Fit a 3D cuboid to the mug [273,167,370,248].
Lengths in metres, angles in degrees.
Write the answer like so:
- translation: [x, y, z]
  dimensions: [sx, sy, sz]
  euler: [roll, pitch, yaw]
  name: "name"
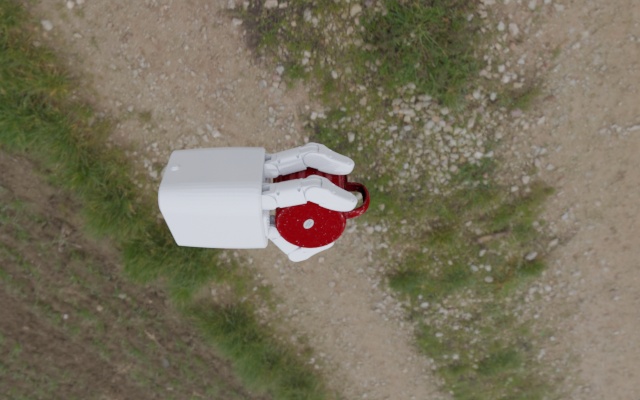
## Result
- translation: [0.002, 0.002, 0.566]
  dimensions: [0.117, 0.093, 0.081]
  euler: [-1, 42, -1]
  name: "mug"
